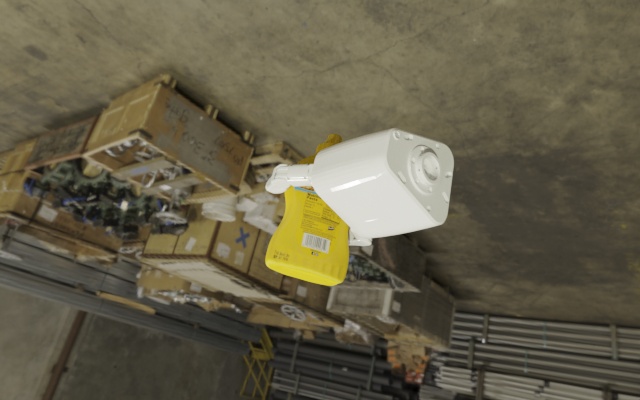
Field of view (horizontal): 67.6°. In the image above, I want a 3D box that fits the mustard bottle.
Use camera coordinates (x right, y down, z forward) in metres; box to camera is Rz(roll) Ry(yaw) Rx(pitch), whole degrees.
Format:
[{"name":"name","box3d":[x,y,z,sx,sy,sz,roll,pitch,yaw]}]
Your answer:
[{"name":"mustard bottle","box3d":[0.000,0.002,0.595,0.096,0.191,0.058,18,-22,-11]}]
